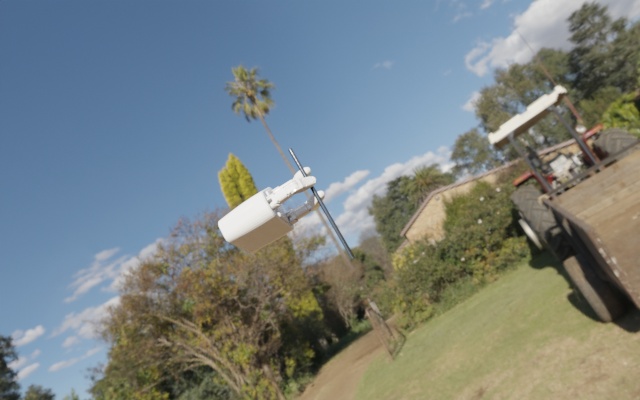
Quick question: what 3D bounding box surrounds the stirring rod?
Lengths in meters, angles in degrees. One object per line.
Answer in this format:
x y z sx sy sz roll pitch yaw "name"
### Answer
0.000 0.003 0.890 0.011 0.239 0.011 -28 -13 -7 "stirring rod"
